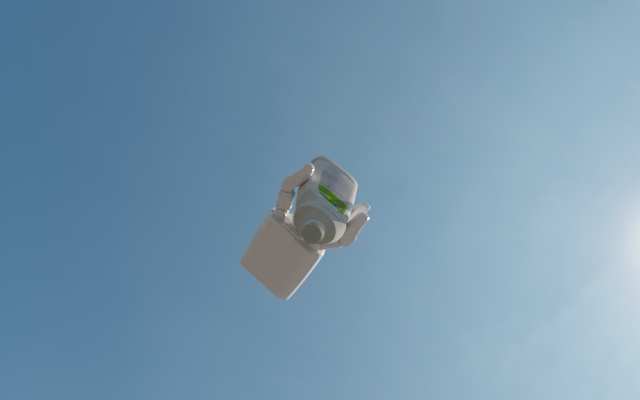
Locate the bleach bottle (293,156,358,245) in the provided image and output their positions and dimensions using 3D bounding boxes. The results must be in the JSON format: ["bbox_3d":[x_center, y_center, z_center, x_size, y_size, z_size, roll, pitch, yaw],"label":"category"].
[{"bbox_3d":[0.000,0.002,0.749,0.102,0.068,0.250,35,20,-3],"label":"bleach bottle"}]
